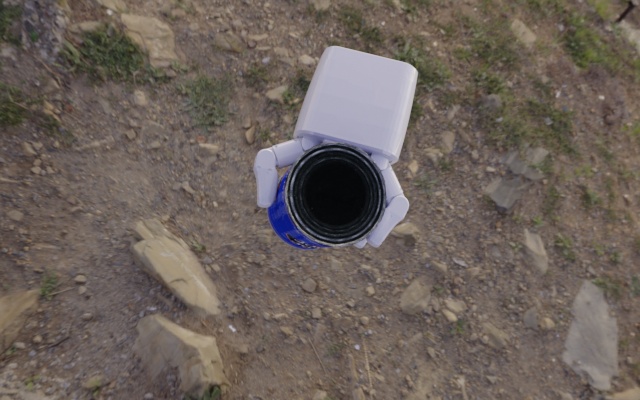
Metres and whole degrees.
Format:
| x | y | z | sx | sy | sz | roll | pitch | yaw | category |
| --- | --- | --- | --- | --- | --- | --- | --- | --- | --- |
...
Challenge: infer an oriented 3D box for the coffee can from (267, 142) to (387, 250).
| x | y | z | sx | sy | sz | roll | pitch | yaw | category |
| --- | --- | --- | --- | --- | --- | --- | --- | --- | --- |
| 0.000 | 0.002 | 0.524 | 0.103 | 0.103 | 0.140 | 0 | -7 | -13 | coffee can |
